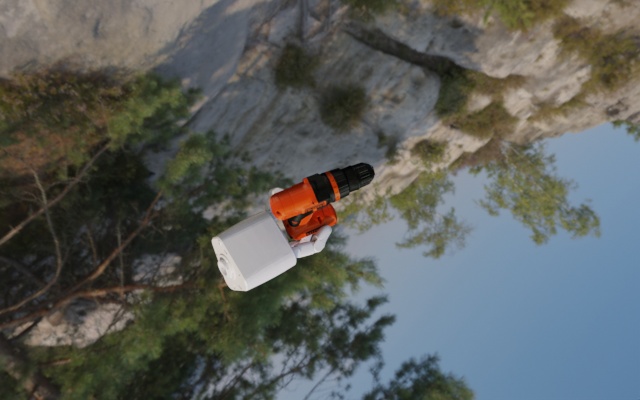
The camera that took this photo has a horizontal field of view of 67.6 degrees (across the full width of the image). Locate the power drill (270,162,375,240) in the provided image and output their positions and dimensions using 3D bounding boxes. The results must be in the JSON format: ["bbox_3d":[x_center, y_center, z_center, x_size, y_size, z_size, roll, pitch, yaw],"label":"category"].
[{"bbox_3d":[0.000,0.003,0.853,0.184,0.057,0.188,-20,-18,-10],"label":"power drill"}]
